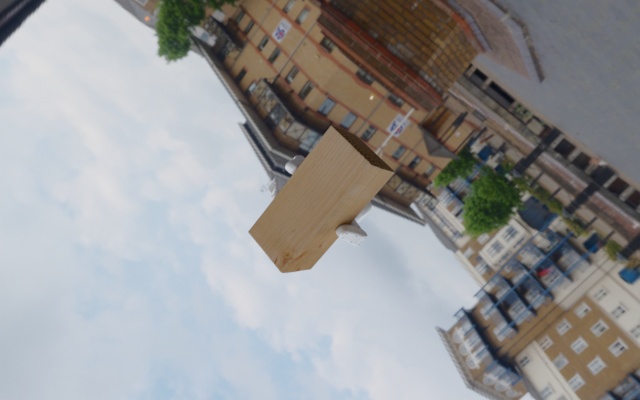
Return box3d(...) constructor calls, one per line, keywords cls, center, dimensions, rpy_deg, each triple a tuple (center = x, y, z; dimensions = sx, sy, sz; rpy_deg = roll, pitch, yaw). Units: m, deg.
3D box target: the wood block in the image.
box3d(cls="wood block", center=(0.000, 0.003, 0.713), dimensions=(0.090, 0.206, 0.090), rpy_deg=(47, 18, 24))
